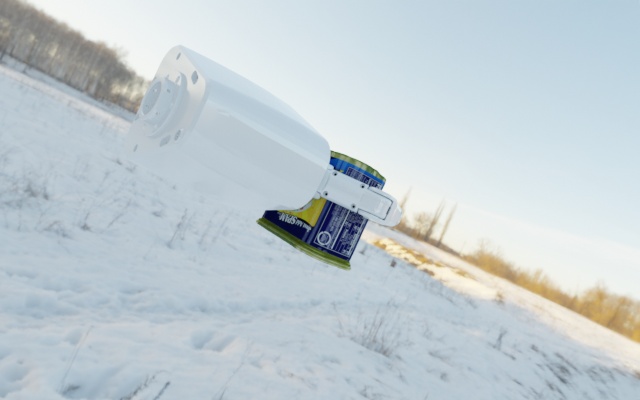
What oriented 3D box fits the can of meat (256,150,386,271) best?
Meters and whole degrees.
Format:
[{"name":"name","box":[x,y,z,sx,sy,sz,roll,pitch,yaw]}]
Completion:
[{"name":"can of meat","box":[0.000,0.001,0.414,0.057,0.084,0.102,25,-1,-37]}]
